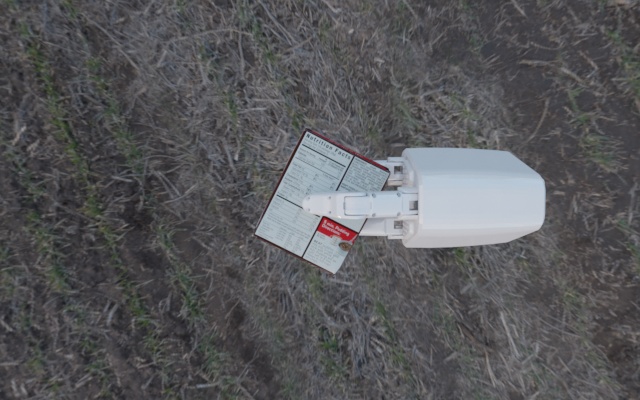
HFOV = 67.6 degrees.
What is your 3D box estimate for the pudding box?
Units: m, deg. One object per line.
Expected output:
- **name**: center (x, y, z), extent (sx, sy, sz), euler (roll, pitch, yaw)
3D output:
- **pudding box**: center (0.000, 0.001, 0.446), extent (0.090, 0.113, 0.039), euler (27, 3, -3)
